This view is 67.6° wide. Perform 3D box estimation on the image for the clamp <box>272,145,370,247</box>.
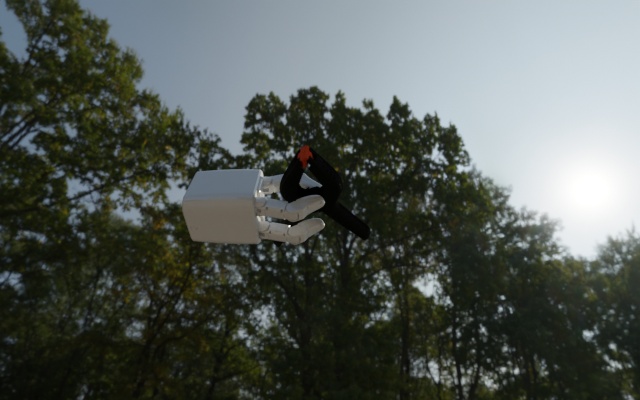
[{"bbox_3d":[0.000,0.001,0.741,0.164,0.036,0.210,-1,-42,0],"label":"clamp"}]
